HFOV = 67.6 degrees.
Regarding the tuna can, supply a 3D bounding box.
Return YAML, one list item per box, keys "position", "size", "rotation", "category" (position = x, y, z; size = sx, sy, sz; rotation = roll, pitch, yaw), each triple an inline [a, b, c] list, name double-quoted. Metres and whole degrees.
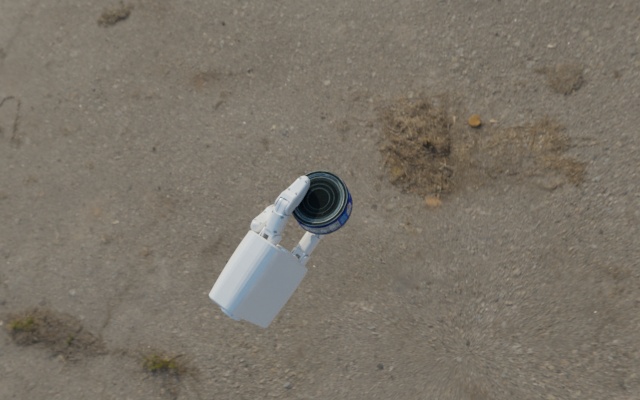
- position: [0.000, 0.002, 0.665]
  size: [0.086, 0.086, 0.034]
  rotation: [0, -22, 14]
  category: "tuna can"
